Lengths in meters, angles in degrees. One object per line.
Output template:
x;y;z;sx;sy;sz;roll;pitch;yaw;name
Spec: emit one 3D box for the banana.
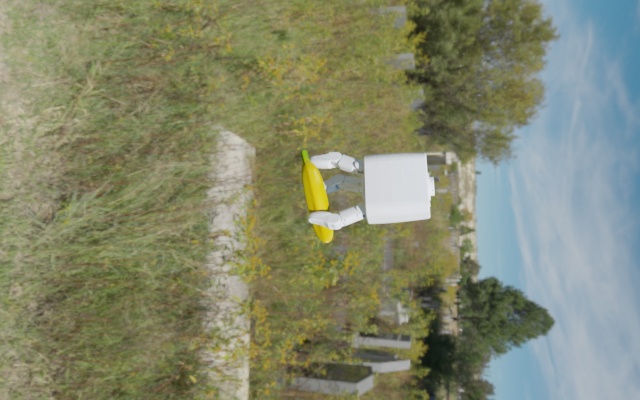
-0.002;0.010;0.858;0.037;0.198;0.069;-7;30;9;banana
